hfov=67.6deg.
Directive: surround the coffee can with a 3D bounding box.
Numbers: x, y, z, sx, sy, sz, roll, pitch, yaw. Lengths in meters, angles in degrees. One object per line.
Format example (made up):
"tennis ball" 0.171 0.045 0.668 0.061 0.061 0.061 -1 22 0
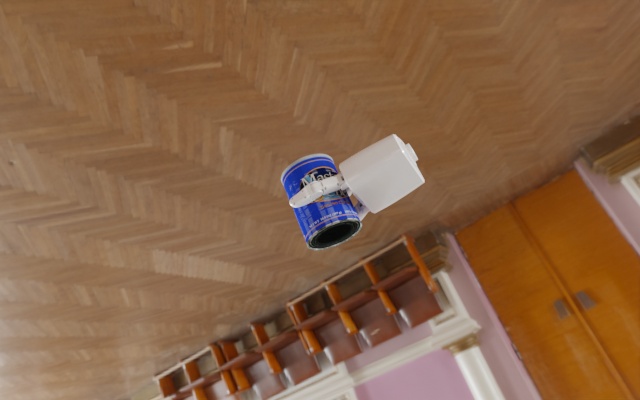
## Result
"coffee can" 0.000 0.003 0.849 0.103 0.140 0.103 -19 -26 -9
